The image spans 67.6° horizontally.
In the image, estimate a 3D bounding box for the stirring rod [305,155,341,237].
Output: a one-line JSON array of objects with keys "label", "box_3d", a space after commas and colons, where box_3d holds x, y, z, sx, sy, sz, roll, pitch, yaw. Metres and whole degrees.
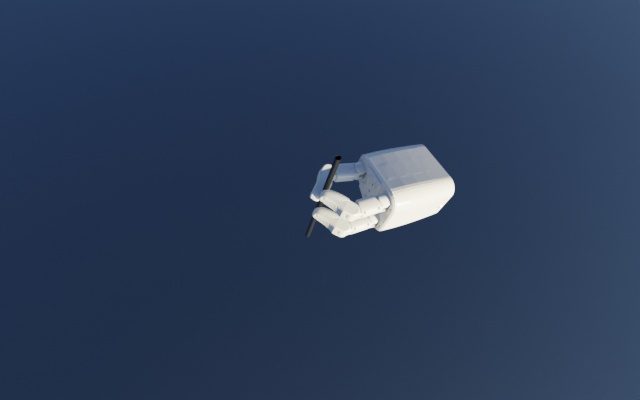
[{"label": "stirring rod", "box_3d": [0.000, 0.002, 0.696, 0.011, 0.011, 0.240, 0, -27, -12]}]
